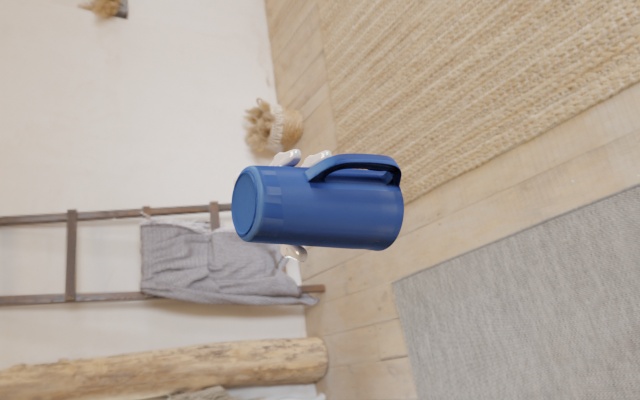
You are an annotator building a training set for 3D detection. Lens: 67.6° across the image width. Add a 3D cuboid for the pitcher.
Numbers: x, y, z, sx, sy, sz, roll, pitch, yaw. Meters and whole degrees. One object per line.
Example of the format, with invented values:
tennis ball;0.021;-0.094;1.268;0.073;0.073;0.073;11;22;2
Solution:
pitcher;0.000;0.002;0.717;0.243;0.149;0.145;3;0;-31
